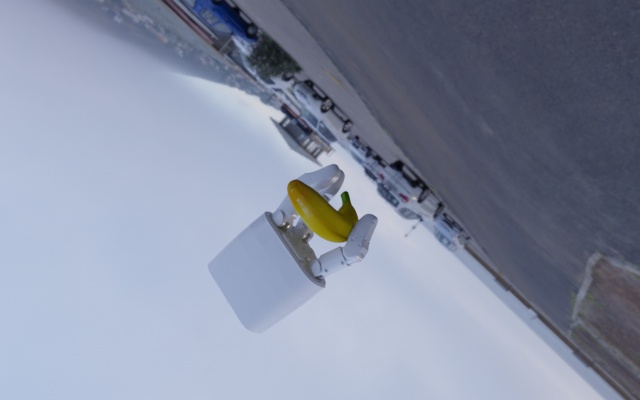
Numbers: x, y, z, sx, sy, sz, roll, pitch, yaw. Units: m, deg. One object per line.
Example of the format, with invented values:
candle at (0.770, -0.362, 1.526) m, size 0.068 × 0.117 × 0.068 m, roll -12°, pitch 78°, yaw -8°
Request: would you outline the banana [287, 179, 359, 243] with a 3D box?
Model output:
banana at (0.010, 0.018, 0.561) m, size 0.037 × 0.069 × 0.198 m, roll -33°, pitch -12°, yaw 13°
